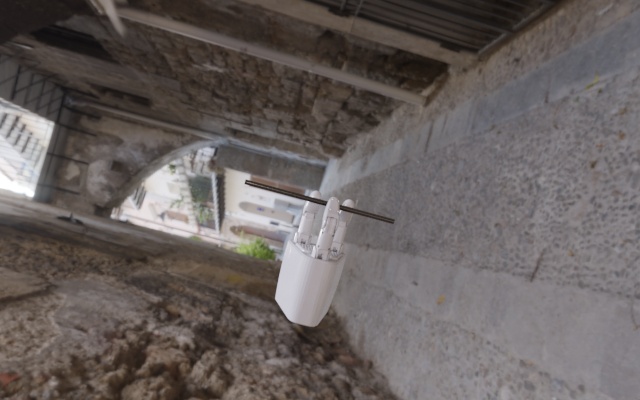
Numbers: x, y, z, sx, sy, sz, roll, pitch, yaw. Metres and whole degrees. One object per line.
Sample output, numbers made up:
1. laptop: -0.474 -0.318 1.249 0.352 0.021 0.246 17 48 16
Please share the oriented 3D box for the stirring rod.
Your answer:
1. stirring rod: 0.000 0.003 0.742 0.239 0.011 0.011 15 -2 -6
